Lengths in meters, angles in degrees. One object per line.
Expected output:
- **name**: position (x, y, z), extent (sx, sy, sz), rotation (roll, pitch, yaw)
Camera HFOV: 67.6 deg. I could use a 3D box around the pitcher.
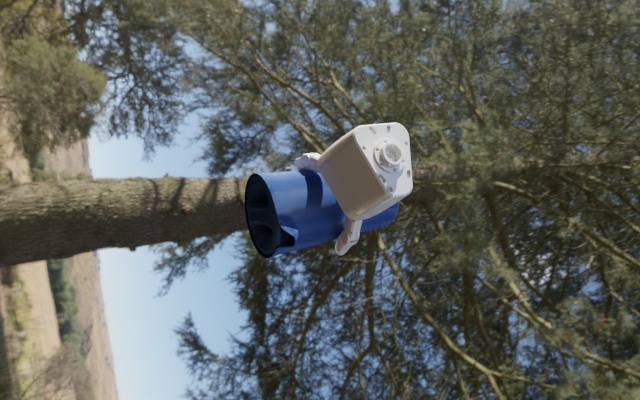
- **pitcher**: position (0.000, 0.003, 0.797), extent (0.243, 0.149, 0.145), rotation (-9, -14, -29)
